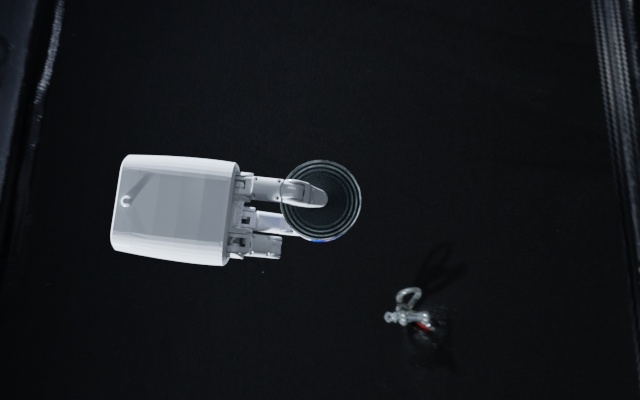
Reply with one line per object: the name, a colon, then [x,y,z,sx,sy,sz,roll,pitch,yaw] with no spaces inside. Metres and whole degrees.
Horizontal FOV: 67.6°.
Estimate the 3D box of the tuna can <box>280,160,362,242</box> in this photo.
tuna can: [0.000,0.002,0.516,0.086,0.086,0.034,0,-9,-1]
